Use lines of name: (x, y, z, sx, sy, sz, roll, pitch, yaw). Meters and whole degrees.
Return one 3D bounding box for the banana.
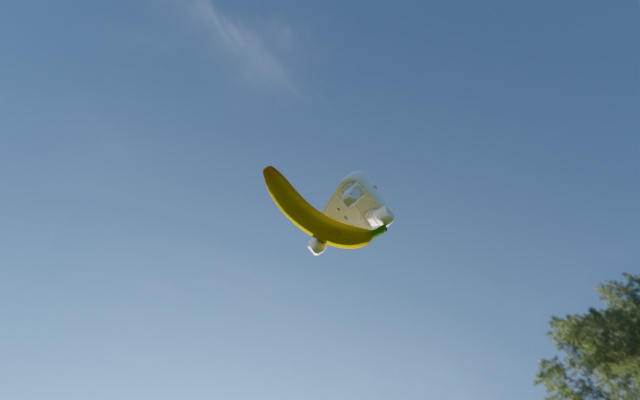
banana: (-0.005, 0.020, 0.695, 0.198, 0.070, 0.037, 27, 16, 6)
